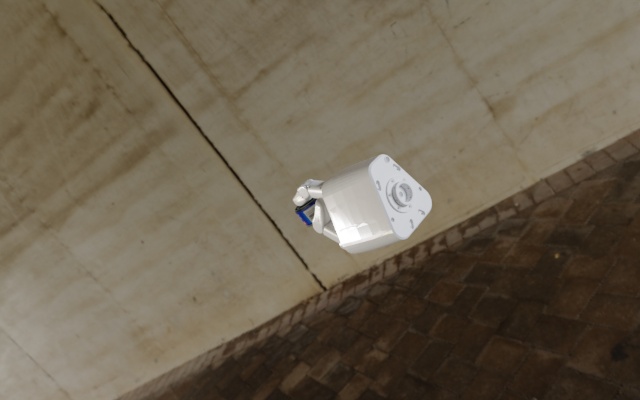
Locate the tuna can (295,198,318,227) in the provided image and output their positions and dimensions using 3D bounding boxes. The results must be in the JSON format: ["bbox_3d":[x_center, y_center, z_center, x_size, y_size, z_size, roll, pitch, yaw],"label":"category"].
[{"bbox_3d":[0.000,0.002,0.770,0.086,0.034,0.086,-39,9,7],"label":"tuna can"}]
